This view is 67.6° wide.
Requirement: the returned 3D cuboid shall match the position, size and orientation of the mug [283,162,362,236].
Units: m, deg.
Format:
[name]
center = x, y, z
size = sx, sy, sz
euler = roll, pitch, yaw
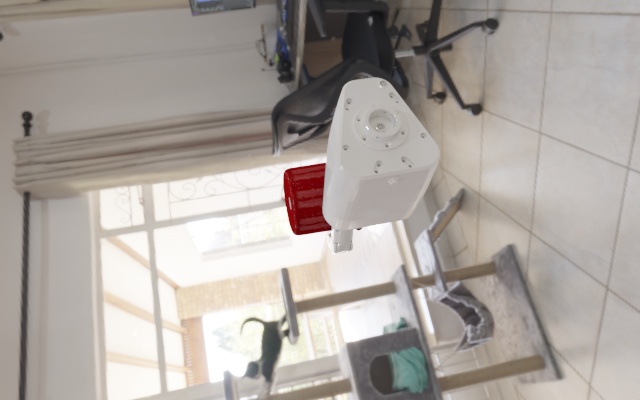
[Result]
[mug]
center = 0.000, 0.003, 0.584
size = 0.081, 0.093, 0.117
euler = -9, -25, -10
